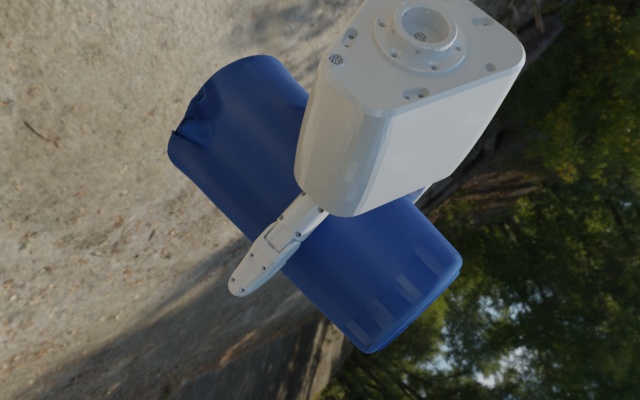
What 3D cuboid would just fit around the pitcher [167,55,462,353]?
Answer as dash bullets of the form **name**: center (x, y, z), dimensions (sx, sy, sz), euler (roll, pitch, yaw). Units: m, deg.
- **pitcher**: center (0.000, 0.001, 0.412), dimensions (0.149, 0.242, 0.145), euler (-37, -16, -24)
